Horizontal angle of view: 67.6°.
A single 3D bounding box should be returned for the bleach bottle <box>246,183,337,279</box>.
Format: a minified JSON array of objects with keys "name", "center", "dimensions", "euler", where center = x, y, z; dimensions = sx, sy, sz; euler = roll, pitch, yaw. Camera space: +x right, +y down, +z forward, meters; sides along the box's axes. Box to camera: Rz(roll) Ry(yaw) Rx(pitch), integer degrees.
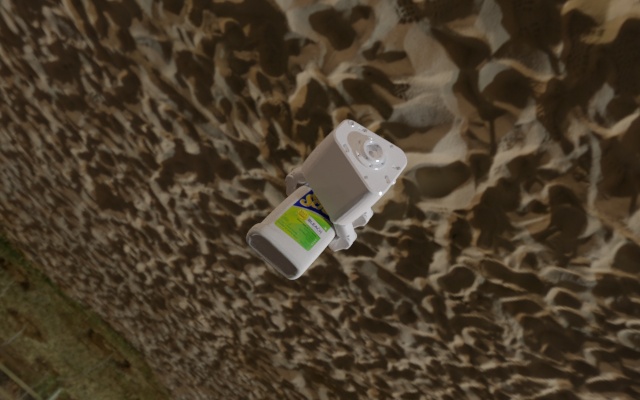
[{"name":"bleach bottle","center":[0.000,0.003,0.755],"dimensions":[0.250,0.102,0.068],"euler":[-49,2,-34]}]
